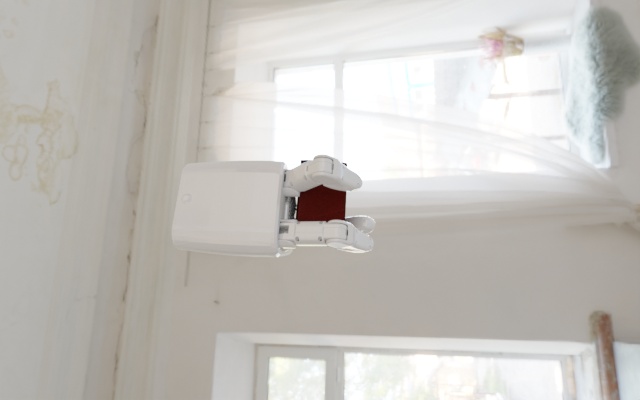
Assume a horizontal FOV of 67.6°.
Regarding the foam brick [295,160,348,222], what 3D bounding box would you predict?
[{"bbox_3d":[0.000,0.001,0.511,0.051,0.078,0.053,4,-21,-1],"label":"foam brick"}]
